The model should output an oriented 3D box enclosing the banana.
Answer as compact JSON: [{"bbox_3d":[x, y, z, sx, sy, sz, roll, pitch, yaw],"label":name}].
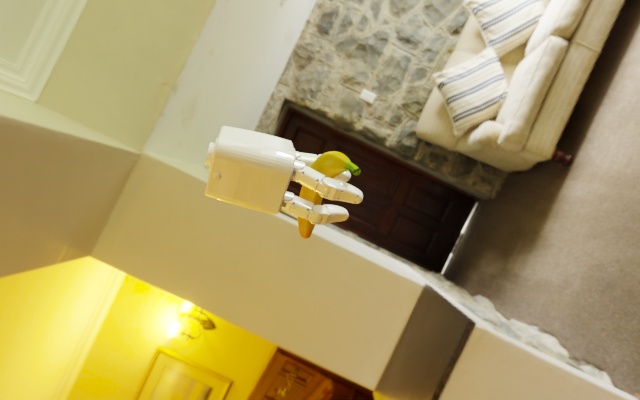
[{"bbox_3d":[-0.002,-0.015,0.717,0.037,0.069,0.198,1,-32,-24],"label":"banana"}]
